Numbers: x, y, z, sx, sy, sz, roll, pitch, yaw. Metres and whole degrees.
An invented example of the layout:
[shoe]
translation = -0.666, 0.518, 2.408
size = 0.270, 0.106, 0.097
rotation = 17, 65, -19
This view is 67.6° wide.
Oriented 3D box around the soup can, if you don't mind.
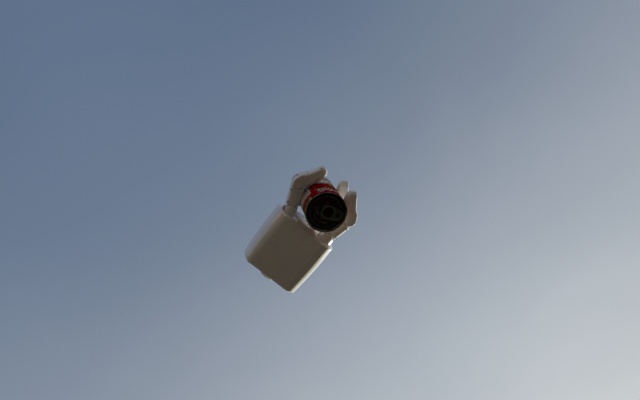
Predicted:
[soup can]
translation = 0.000, 0.002, 0.797
size = 0.068, 0.068, 0.102
rotation = 0, 20, -12
